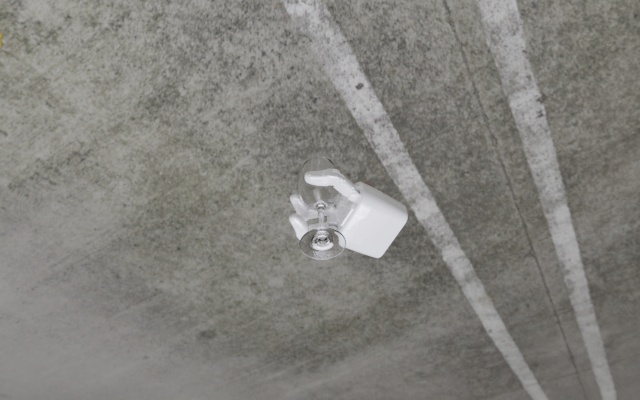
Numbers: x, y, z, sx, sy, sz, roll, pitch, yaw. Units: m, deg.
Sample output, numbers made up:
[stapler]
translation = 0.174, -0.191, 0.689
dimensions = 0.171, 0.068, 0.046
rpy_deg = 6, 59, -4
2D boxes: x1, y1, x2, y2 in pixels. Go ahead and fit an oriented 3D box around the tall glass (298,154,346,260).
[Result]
[tall glass]
translation = 0.000, 0.003, 0.829
dimensions = 0.079, 0.079, 0.200
rpy_deg = 0, 43, -3
